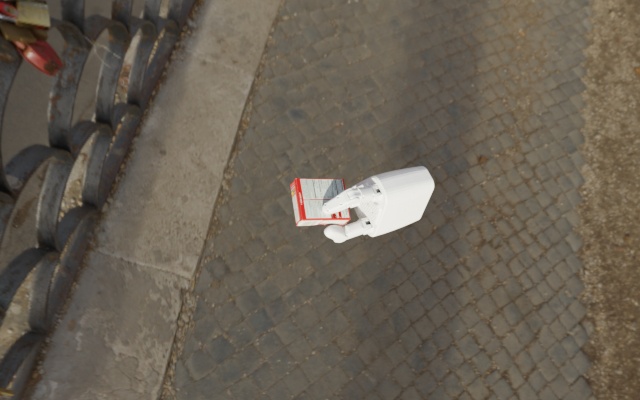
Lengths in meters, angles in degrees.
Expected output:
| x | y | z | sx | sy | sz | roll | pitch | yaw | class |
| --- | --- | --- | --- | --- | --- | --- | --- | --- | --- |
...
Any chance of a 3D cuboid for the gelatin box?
| x | y | z | sx | sy | sz | roll | pitch | yaw | class |
| --- | --- | --- | --- | --- | --- | --- | --- | --- | --- |
| 0.000 | 0.002 | 0.775 | 0.089 | 0.073 | 0.030 | 0 | -22 | -24 | gelatin box |
